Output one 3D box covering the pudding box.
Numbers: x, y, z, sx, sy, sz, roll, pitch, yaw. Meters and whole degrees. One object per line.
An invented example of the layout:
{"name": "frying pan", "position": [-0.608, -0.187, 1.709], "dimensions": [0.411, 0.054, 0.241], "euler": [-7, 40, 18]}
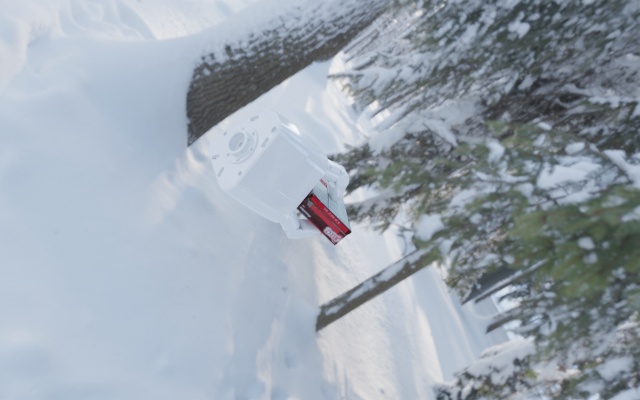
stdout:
{"name": "pudding box", "position": [0.000, 0.002, 0.714], "dimensions": [0.039, 0.090, 0.113], "euler": [-37, 25, 16]}
